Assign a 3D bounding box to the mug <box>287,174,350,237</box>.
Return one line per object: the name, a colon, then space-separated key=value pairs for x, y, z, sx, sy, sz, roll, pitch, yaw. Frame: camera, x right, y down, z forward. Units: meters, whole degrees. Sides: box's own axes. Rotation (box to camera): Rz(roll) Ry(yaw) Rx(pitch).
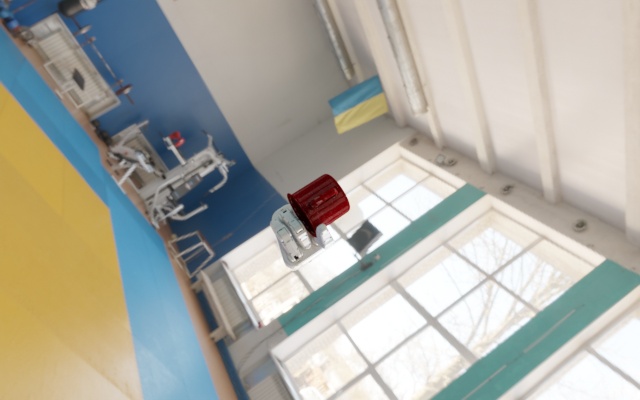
mug: x=0.000 y=0.002 z=0.841 sx=0.081 sy=0.093 sz=0.117 roll=-33 pitch=-8 yaw=-12
